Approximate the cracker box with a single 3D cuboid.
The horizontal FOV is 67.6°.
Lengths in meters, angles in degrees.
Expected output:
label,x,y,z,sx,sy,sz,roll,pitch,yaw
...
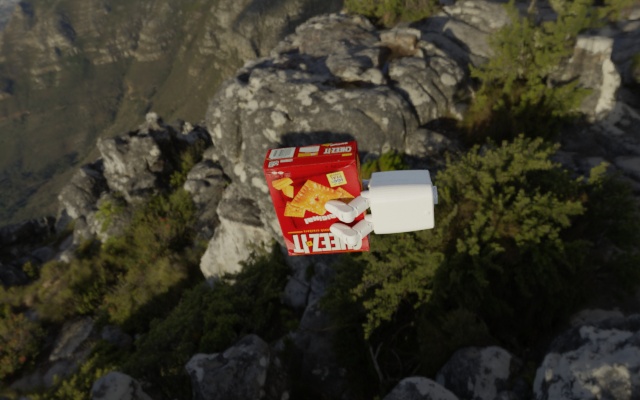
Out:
label,x,y,z,sx,sy,sz,roll,pitch,yaw
cracker box,0.000,0.003,0.882,0.164,0.214,0.072,-4,38,11
